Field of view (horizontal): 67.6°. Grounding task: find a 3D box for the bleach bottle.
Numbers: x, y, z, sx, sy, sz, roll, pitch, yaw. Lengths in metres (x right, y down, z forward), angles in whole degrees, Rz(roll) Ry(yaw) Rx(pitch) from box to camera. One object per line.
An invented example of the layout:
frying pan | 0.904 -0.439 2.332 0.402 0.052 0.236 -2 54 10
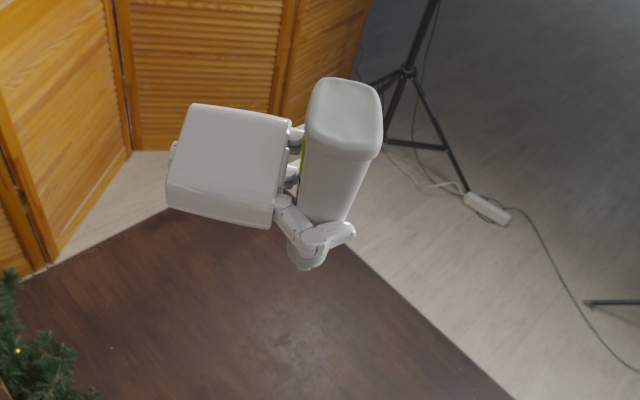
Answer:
bleach bottle | 0.000 0.002 0.506 0.068 0.102 0.251 11 -43 -5
